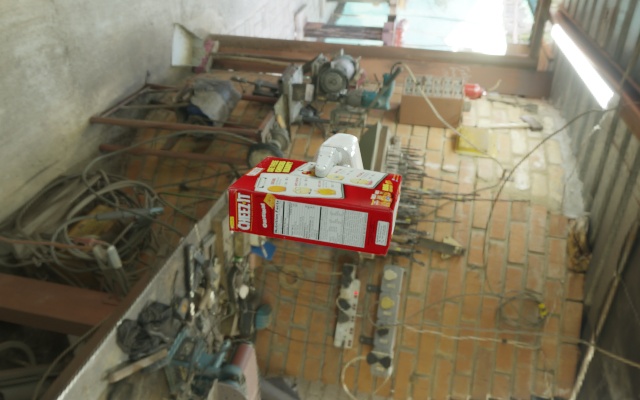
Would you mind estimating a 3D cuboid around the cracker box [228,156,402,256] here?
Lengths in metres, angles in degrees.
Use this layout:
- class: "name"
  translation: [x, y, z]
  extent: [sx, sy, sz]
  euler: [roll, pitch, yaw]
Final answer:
- class: "cracker box"
  translation: [0.000, 0.002, 0.672]
  extent: [0.213, 0.072, 0.164]
  euler: [8, 21, 10]
